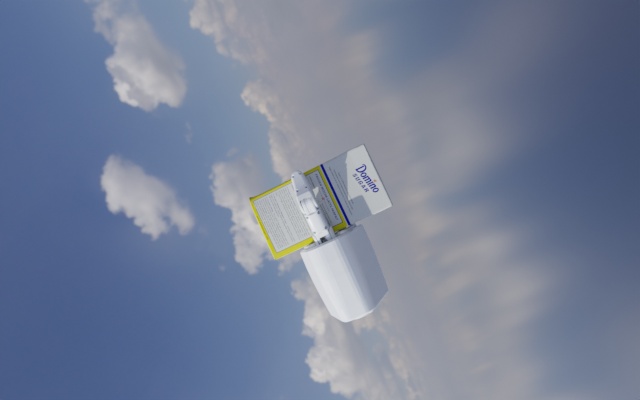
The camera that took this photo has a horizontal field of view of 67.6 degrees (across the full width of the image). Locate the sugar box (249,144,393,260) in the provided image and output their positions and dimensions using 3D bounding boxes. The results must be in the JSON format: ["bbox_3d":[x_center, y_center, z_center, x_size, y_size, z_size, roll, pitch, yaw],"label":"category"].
[{"bbox_3d":[0.000,0.002,0.654,0.176,0.093,0.048,-25,-2,5],"label":"sugar box"}]
